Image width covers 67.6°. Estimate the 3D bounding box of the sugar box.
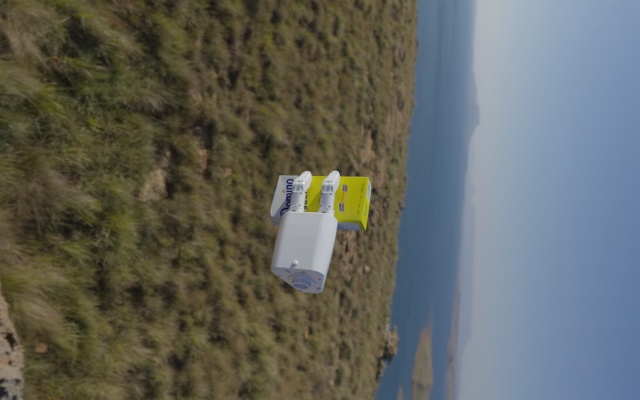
[{"bbox_3d":[0.000,0.003,0.875,0.176,0.093,0.048,2,-28,17],"label":"sugar box"}]
